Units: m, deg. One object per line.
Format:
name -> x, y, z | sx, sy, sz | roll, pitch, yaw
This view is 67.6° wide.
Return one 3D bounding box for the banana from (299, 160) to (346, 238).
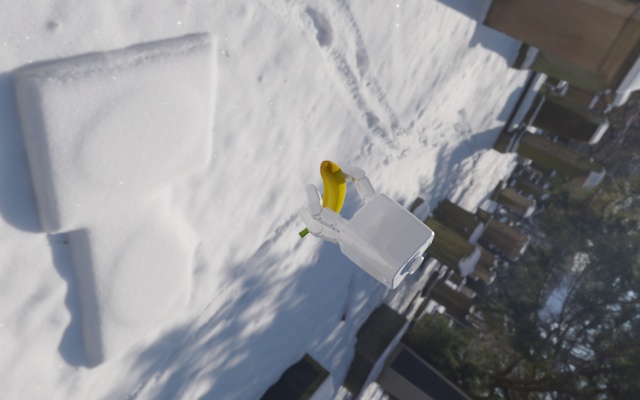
banana -> 0.013, -0.003, 0.816 | 0.069, 0.198, 0.037 | -31, 63, -35
